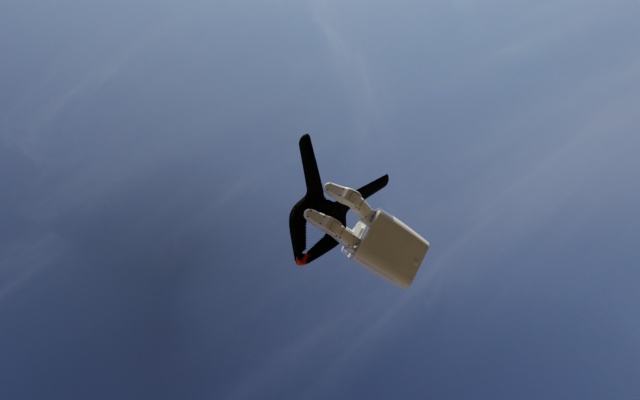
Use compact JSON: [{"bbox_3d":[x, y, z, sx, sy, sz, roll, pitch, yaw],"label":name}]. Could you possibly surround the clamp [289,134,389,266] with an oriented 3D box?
[{"bbox_3d":[0.000,0.003,0.772,0.164,0.210,0.036,32,-19,-5],"label":"clamp"}]
